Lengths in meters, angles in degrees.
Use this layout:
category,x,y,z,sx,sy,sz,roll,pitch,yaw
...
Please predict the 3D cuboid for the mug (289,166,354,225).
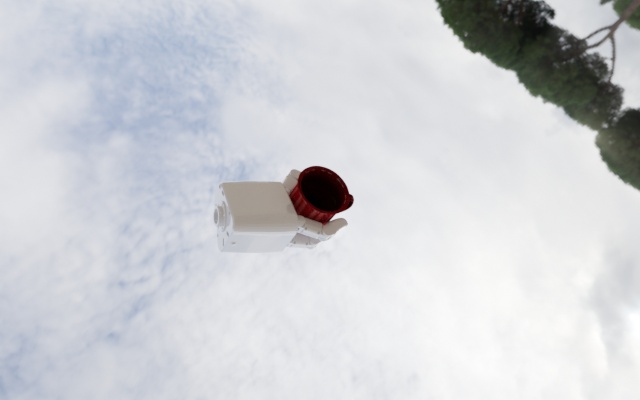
category,x,y,z,sx,sy,sz,roll,pitch,yaw
mug,0.001,0.003,0.806,0.117,0.093,0.081,2,-31,-28
